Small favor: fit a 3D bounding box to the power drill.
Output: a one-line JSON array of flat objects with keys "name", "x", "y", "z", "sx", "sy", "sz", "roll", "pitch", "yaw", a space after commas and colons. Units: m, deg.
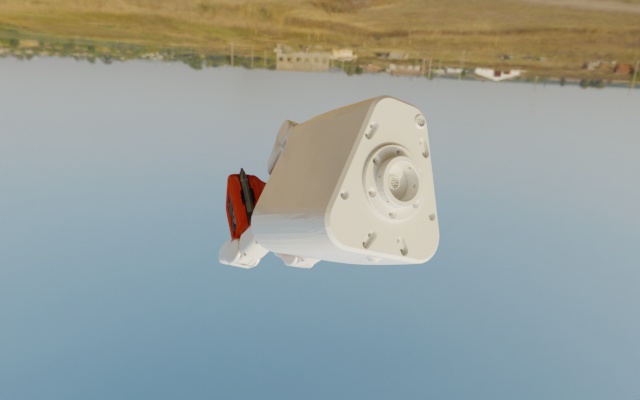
[{"name": "power drill", "x": 0.000, "y": 0.002, "z": 0.488, "sx": 0.187, "sy": 0.057, "sz": 0.184, "roll": -12, "pitch": -16, "yaw": -15}]
